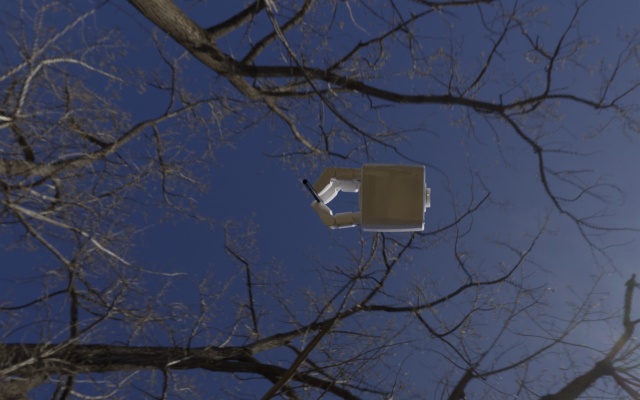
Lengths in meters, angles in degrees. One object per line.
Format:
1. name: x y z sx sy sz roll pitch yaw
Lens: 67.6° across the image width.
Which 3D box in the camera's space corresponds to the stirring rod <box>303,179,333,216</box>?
1. stirring rod: 0.000 0.003 0.858 0.011 0.011 0.239 0 -16 12
